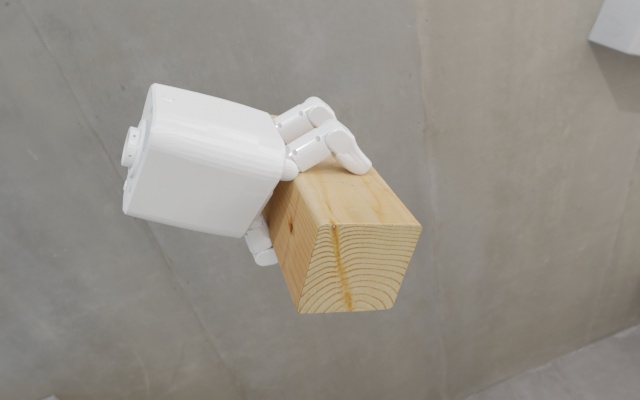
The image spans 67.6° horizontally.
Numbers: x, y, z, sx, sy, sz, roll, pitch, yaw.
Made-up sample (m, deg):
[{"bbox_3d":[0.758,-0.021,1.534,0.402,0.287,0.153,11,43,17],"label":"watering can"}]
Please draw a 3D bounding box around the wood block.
[{"bbox_3d":[0.000,0.002,0.459,0.090,0.091,0.206,2,32,-21],"label":"wood block"}]
